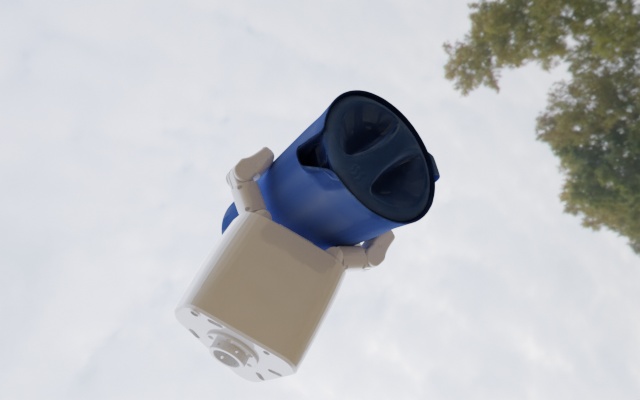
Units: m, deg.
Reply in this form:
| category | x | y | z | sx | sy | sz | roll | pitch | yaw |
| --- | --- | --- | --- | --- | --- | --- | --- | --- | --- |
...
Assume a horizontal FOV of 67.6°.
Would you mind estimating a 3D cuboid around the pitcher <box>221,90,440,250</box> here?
| category | x | y | z | sx | sy | sz | roll | pitch | yaw |
| --- | --- | --- | --- | --- | --- | --- | --- | --- | --- |
| pitcher | 0.000 | 0.002 | 0.517 | 0.149 | 0.145 | 0.243 | 42 | -41 | -14 |
